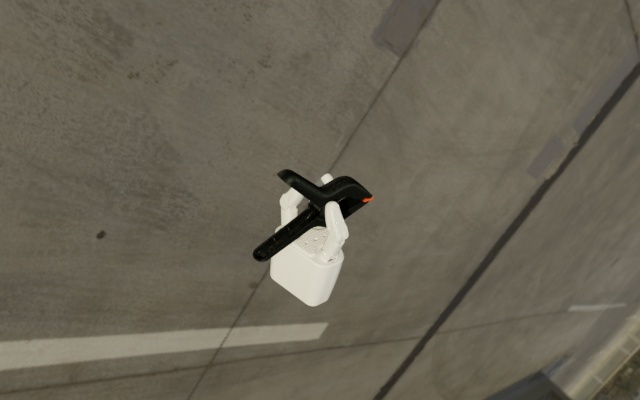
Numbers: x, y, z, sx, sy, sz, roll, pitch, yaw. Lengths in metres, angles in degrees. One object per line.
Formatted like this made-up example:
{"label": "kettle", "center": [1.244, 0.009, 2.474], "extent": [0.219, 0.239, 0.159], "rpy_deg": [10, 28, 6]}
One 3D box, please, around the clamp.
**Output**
{"label": "clamp", "center": [0.001, 0.003, 0.712], "extent": [0.210, 0.165, 0.036], "rpy_deg": [-19, 53, -34]}
